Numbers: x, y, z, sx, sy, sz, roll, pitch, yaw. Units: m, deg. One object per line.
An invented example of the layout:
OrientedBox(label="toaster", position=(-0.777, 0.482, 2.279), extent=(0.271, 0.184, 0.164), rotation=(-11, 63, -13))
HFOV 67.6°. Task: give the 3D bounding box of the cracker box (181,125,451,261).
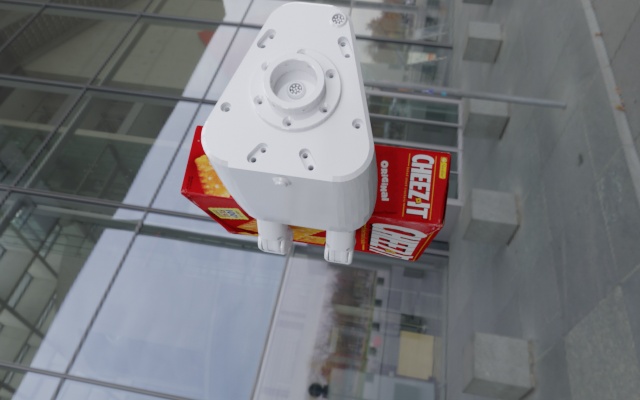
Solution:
OrientedBox(label="cracker box", position=(0.000, 0.001, 0.458), extent=(0.213, 0.072, 0.164), rotation=(8, -15, 7))
